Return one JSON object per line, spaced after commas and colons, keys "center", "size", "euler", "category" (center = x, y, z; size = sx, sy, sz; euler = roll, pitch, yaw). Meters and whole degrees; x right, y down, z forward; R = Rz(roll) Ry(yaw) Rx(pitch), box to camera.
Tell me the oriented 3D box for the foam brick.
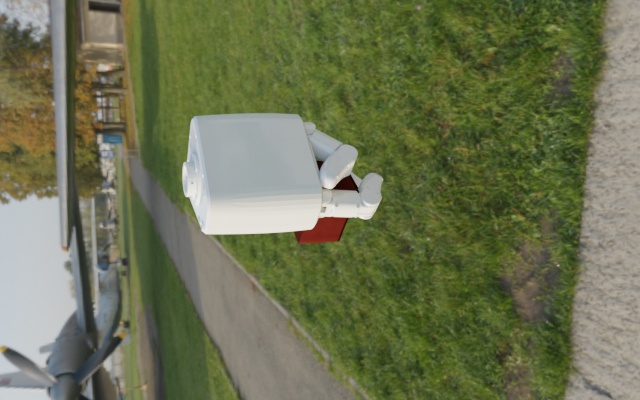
{"center": [0.000, 0.002, 0.514], "size": [0.051, 0.078, 0.053], "euler": [-4, 45, -24], "category": "foam brick"}
